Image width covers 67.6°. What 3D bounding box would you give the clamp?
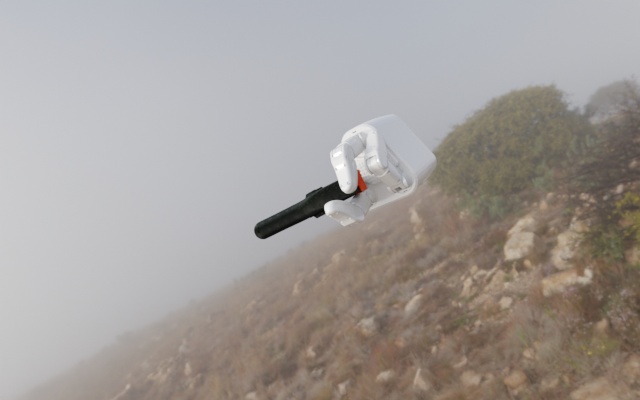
[{"bbox_3d":[0.000,0.002,0.649,0.171,0.039,0.120,-25,5,34],"label":"clamp"}]
